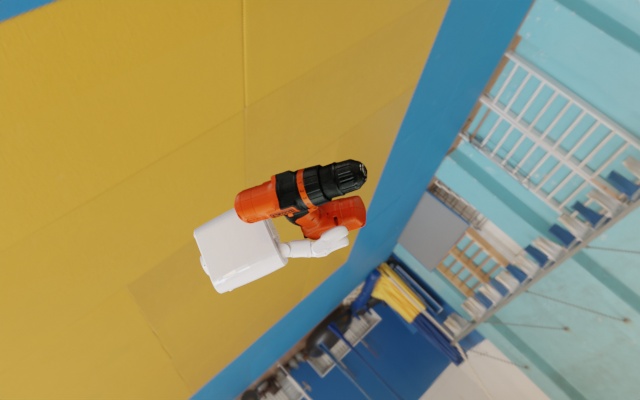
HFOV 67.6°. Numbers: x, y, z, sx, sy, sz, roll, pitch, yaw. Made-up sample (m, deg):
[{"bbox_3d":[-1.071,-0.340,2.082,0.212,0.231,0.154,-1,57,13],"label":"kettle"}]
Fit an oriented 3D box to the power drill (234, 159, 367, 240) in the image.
[{"bbox_3d":[0.000,0.002,0.672,0.184,0.057,0.188,-14,-20,21],"label":"power drill"}]
